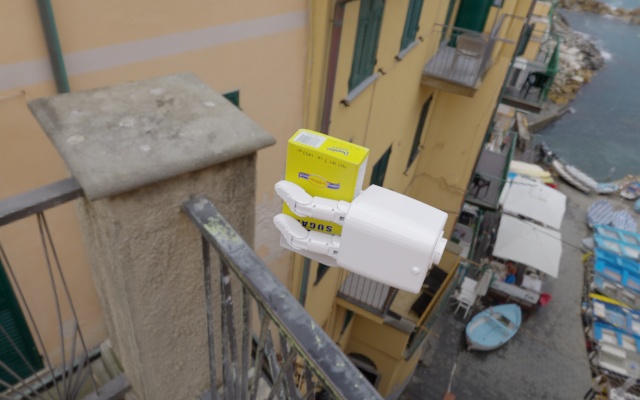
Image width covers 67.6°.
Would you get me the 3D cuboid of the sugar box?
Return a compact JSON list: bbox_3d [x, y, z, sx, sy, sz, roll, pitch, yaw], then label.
[{"bbox_3d":[0.000,0.002,0.616,0.093,0.176,0.048,20,38,16],"label":"sugar box"}]
